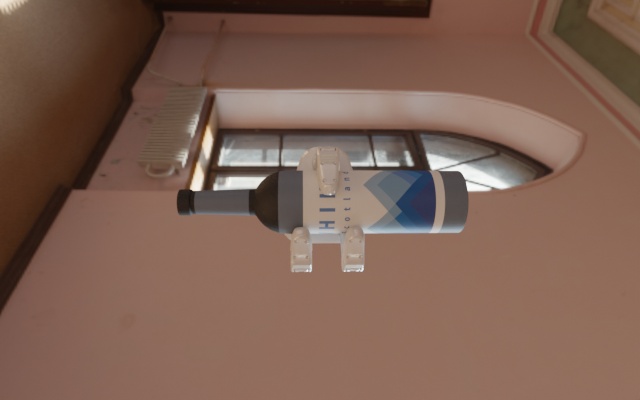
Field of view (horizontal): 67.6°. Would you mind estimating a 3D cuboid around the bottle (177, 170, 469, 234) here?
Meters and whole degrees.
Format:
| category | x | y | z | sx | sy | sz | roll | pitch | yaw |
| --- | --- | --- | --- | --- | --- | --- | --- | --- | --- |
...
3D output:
| category | x | y | z | sx | sy | sz | roll | pitch | yaw |
| --- | --- | --- | --- | --- | --- | --- | --- | --- | --- |
| bottle | 0.000 | 0.002 | 0.504 | 0.296 | 0.069 | 0.069 | 0 | 0 | -2 |
